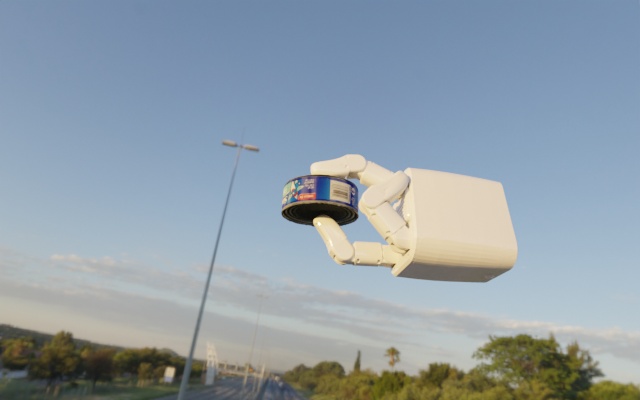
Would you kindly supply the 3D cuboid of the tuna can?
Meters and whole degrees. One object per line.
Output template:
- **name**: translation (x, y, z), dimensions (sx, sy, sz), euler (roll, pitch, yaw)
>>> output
- **tuna can**: translation (0.000, 0.001, 0.533), dimensions (0.086, 0.033, 0.086), euler (2, -20, 1)
